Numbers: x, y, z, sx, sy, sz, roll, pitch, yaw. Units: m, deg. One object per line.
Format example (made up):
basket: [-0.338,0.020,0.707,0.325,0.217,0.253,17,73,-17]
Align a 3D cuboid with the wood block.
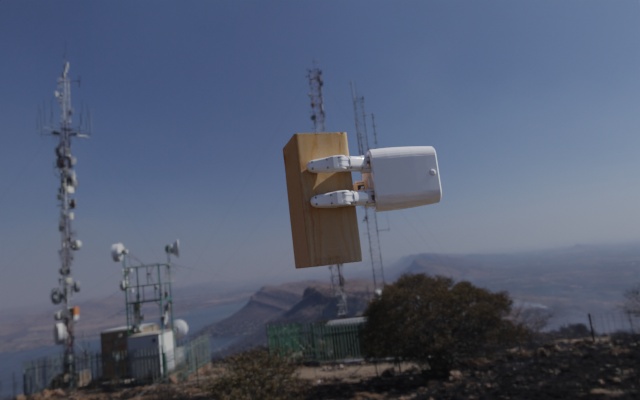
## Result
wood block: [0.000,0.002,0.776,0.090,0.206,0.091,-4,-8,-17]
